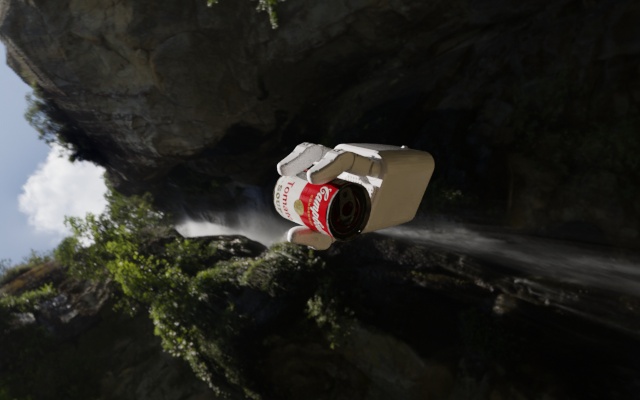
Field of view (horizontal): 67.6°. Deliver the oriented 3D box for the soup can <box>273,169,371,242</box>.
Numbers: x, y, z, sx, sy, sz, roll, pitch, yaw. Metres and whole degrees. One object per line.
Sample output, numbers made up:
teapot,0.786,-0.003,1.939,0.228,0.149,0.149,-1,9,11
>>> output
soup can,0.000,0.002,0.563,0.068,0.068,0.102,0,13,-43
